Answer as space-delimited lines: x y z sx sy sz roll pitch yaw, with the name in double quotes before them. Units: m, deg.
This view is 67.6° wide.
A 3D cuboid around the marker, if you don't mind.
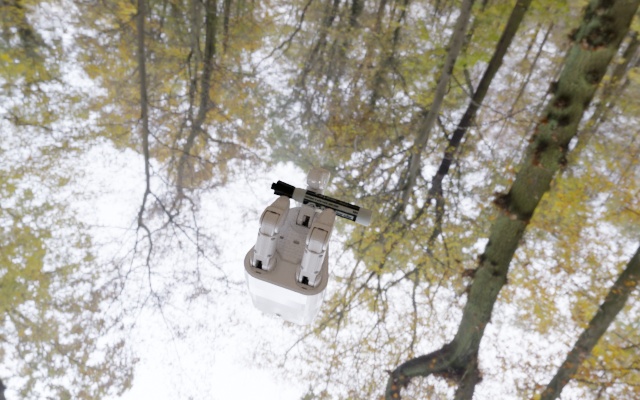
"marker" 0.000 0.002 0.548 0.121 0.020 0.020 18 2 7
